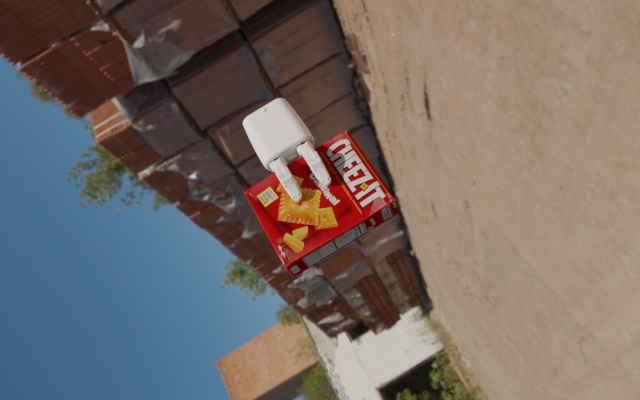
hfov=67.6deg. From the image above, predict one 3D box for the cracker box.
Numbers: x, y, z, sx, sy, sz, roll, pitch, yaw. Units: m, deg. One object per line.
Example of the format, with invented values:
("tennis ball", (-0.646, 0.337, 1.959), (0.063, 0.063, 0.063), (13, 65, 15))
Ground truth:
("cracker box", (0.000, 0.003, 0.822), (0.213, 0.164, 0.072), (-31, -25, -1))
